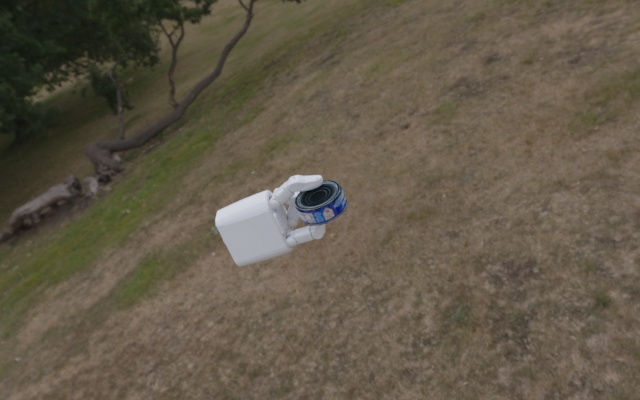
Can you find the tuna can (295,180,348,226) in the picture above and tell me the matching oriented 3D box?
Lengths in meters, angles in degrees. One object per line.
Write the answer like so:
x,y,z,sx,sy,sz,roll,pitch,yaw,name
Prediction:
0.000,0.002,0.807,0.086,0.034,0.086,-17,32,11,tuna can
